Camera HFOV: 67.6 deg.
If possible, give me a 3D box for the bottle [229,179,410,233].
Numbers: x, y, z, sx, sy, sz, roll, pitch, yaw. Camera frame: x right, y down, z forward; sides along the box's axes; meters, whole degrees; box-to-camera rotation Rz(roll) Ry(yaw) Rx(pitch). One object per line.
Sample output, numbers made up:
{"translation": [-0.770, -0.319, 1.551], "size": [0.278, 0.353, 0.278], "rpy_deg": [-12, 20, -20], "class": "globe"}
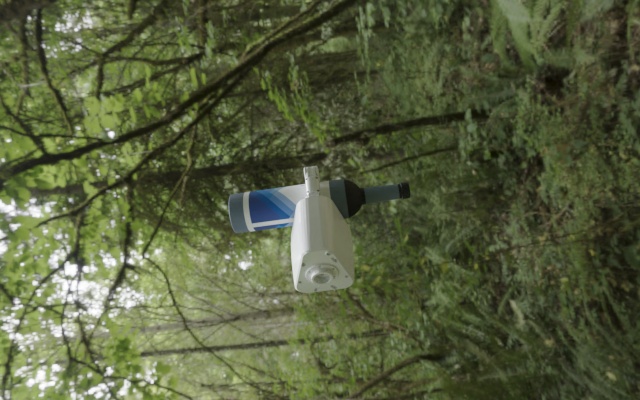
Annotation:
{"translation": [0.000, 0.003, 0.795], "size": [0.296, 0.069, 0.069], "rpy_deg": [-8, -1, 3], "class": "bottle"}
